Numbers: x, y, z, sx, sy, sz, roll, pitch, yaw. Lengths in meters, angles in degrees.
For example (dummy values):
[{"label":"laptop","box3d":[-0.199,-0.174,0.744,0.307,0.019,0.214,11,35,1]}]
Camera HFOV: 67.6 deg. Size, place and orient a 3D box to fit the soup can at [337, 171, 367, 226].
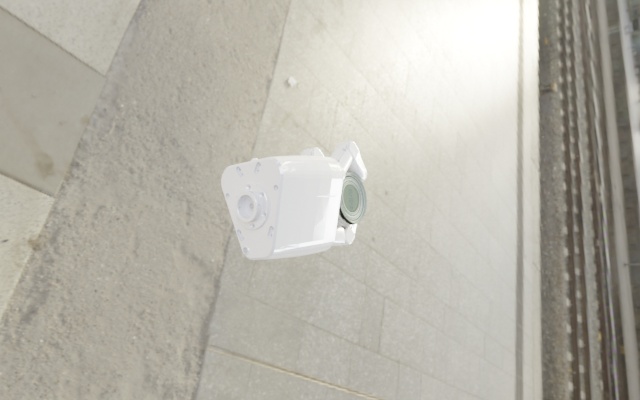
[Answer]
[{"label":"soup can","box3d":[0.001,0.002,0.619,0.102,0.068,0.068,-8,-5,36]}]
